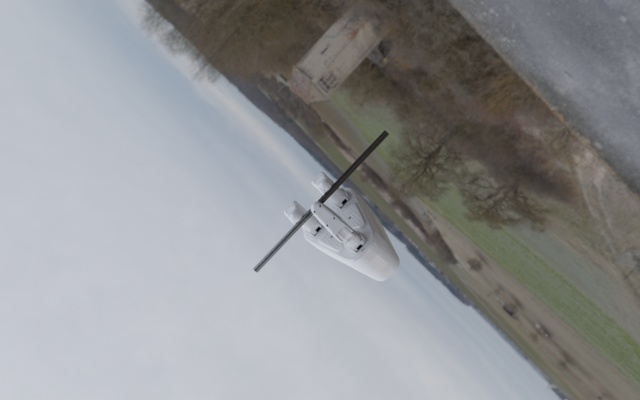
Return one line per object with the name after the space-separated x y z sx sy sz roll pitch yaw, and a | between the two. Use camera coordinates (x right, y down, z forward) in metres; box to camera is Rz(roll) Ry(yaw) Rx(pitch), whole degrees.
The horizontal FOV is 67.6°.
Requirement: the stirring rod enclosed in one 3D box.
0.000 0.002 0.602 0.011 0.239 0.011 44 2 -2 | stirring rod
